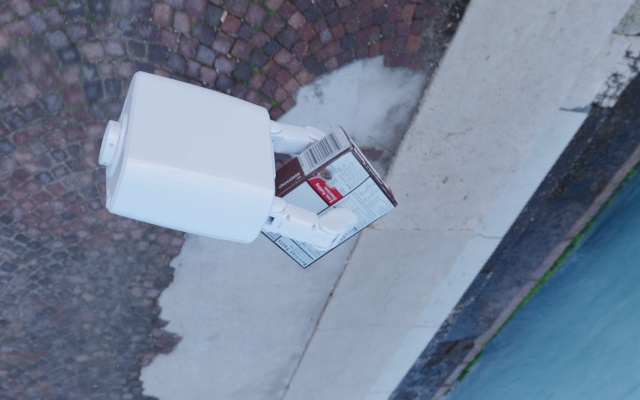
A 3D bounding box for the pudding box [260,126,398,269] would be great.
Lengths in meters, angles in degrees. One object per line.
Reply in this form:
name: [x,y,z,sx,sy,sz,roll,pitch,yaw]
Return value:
pudding box: [0.000,0.001,0.433,0.113,0.039,0.090,-34,-49,12]
